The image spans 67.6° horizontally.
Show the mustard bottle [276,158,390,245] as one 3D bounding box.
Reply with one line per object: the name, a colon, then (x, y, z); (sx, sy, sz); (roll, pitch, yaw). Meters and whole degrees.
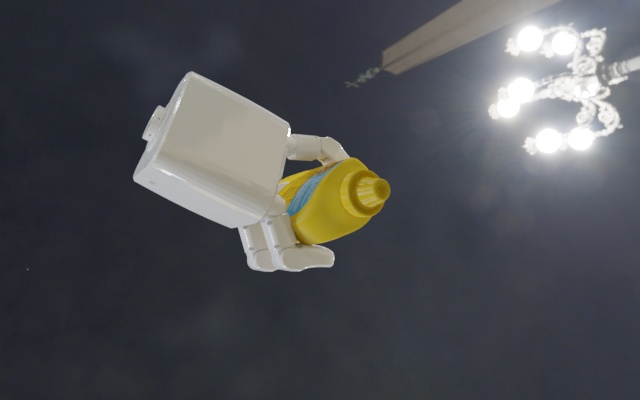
mustard bottle: (0.000, 0.002, 0.469); (0.096, 0.058, 0.191); (-48, 18, -27)
